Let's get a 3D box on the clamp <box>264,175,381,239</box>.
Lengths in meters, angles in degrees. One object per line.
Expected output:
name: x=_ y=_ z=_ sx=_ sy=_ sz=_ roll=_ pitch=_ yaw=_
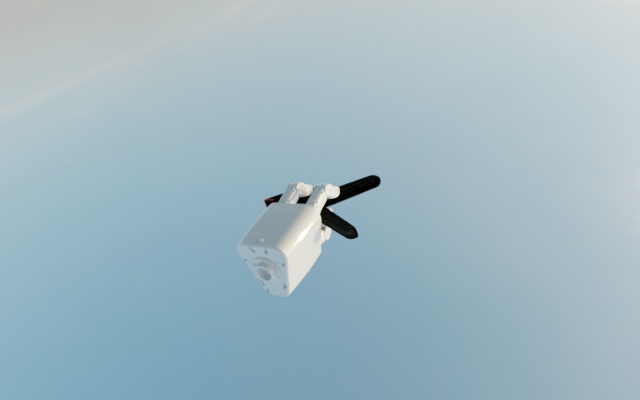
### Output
clamp: x=0.000 y=0.004 z=0.853 sx=0.210 sy=0.036 sz=0.164 roll=4 pitch=37 yaw=30
